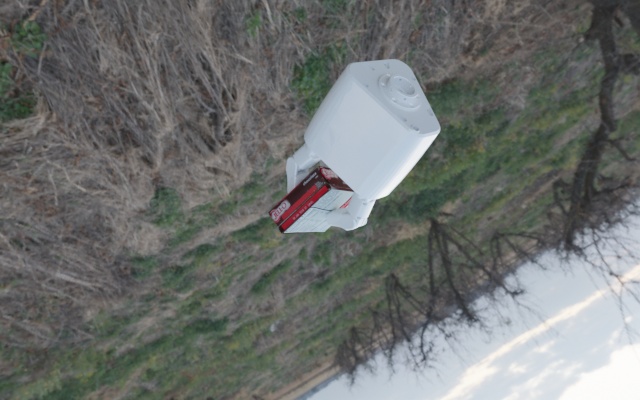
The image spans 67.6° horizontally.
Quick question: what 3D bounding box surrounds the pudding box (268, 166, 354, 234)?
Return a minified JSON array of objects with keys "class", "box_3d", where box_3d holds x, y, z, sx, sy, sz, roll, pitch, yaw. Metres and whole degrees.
[{"class":"pudding box","box_3d":[0.000,0.002,0.609,0.090,0.039,0.113,-41,-22,21]}]
